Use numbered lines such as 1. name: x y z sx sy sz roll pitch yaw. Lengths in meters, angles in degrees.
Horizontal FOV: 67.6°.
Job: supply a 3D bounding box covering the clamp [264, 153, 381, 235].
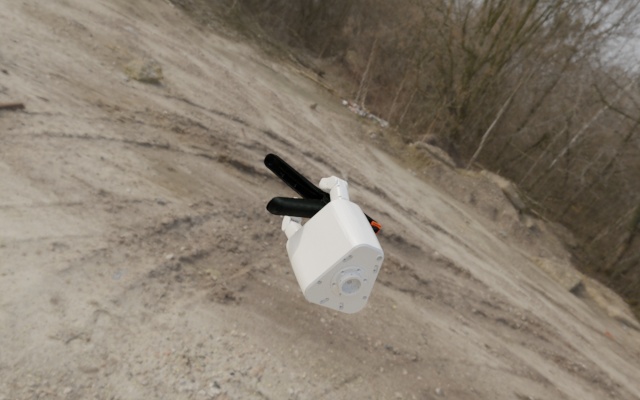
1. clamp: 0.001 0.002 0.737 0.210 0.036 0.164 24 24 -27
